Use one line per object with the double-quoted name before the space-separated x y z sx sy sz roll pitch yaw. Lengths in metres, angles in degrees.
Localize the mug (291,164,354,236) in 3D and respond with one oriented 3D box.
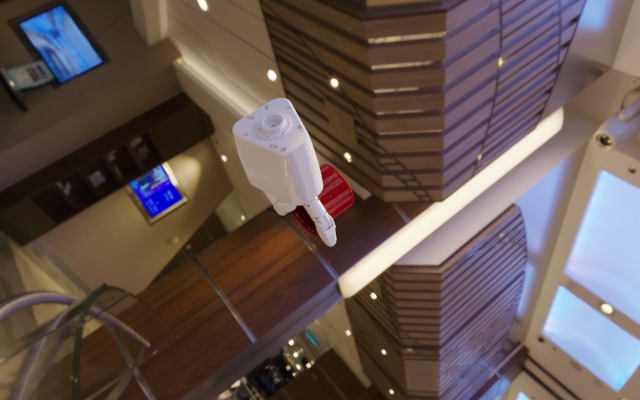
"mug" 0.001 0.003 0.768 0.081 0.117 0.093 -36 56 -16
